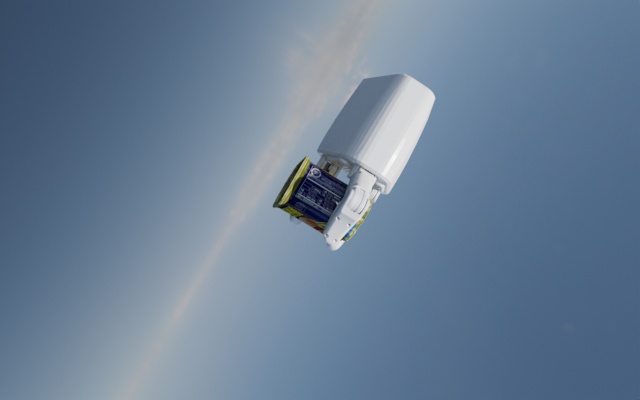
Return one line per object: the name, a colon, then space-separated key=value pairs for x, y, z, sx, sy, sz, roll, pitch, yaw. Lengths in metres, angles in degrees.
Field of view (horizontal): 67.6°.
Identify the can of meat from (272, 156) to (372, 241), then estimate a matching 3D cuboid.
can of meat: x=0.000 y=0.002 z=0.522 sx=0.084 sy=0.057 sz=0.102 roll=31 pitch=-9 yaw=-8
